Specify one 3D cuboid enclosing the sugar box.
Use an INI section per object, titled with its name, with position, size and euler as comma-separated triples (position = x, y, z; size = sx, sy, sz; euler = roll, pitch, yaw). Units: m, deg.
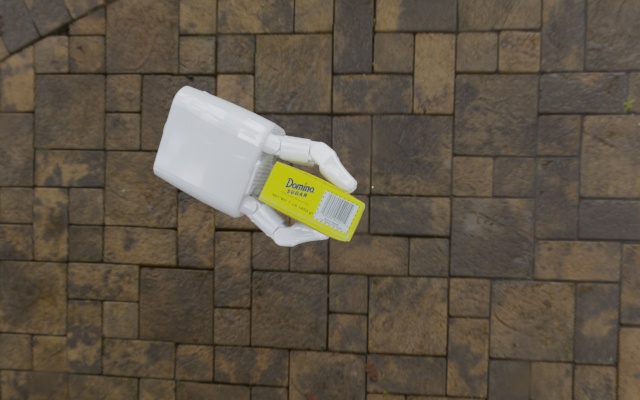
[sugar box]
position = 0.000, 0.001, 0.516
size = 0.093, 0.048, 0.176
euler = 27, 4, 4
